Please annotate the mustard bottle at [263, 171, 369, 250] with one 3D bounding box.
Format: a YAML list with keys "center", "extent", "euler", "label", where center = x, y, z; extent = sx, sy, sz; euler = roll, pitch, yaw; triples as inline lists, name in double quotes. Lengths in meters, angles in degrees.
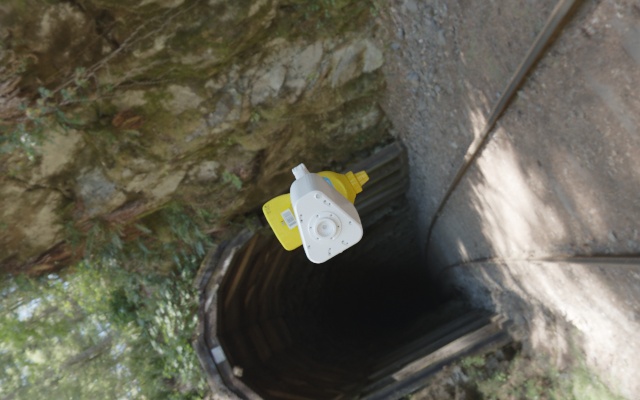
- center: [0.000, 0.003, 0.855]
  extent: [0.191, 0.096, 0.058]
  euler: [-31, -6, 4]
  label: "mustard bottle"
